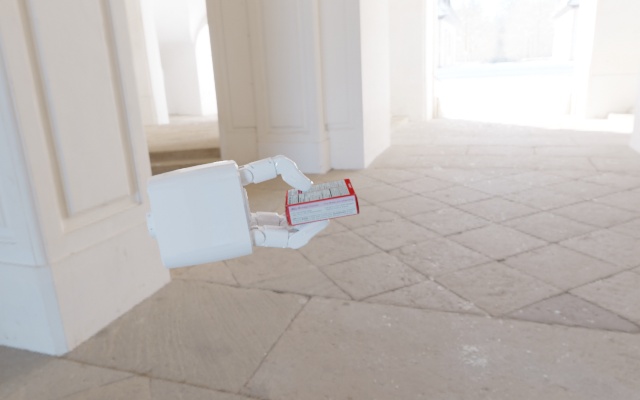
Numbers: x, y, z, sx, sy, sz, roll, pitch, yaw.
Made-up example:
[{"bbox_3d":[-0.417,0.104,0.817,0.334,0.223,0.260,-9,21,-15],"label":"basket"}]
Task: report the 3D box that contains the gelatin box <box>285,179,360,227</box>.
[{"bbox_3d":[0.000,0.001,0.603,0.089,0.030,0.073,-11,17,0],"label":"gelatin box"}]
